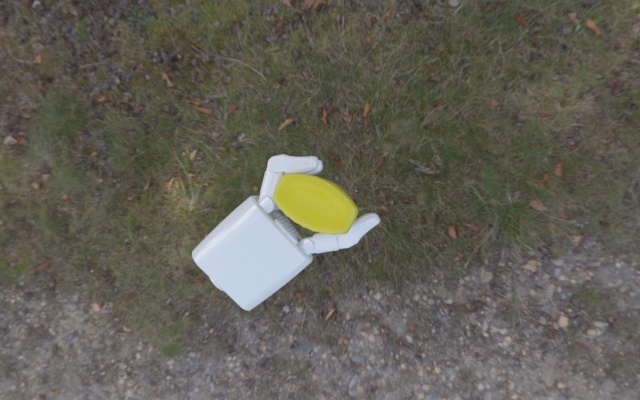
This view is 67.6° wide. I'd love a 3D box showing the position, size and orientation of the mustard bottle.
[{"bbox_3d":[0.000,0.002,0.616,0.096,0.058,0.191,24,3,3],"label":"mustard bottle"}]
